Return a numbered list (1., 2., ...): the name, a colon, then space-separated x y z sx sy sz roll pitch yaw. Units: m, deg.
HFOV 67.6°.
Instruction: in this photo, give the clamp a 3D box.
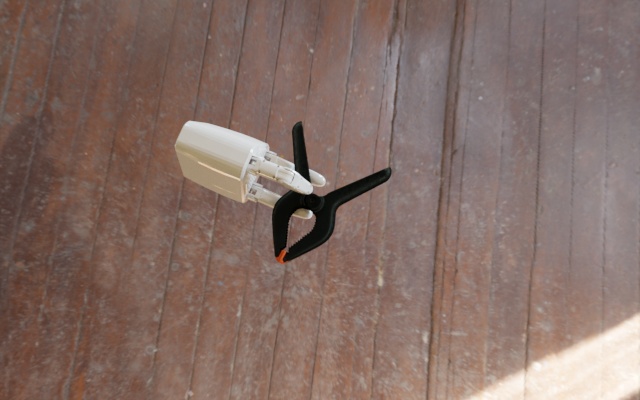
1. clamp: 0.000 0.003 0.704 0.164 0.210 0.036 21 -9 6
